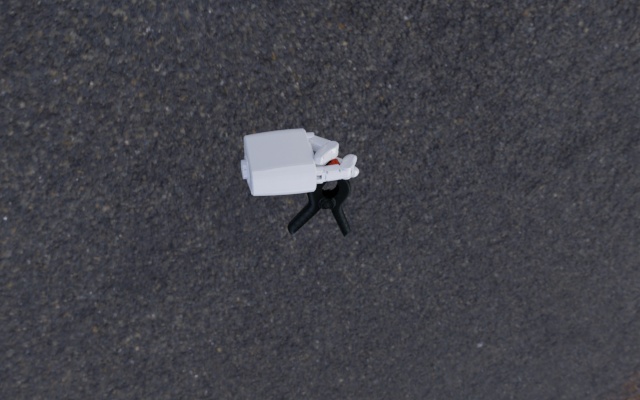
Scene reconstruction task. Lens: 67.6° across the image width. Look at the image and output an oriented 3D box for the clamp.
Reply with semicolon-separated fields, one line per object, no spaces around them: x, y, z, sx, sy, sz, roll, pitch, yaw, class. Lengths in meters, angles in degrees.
0.000;0.003;0.870;0.120;0.172;0.039;-7;36;-12;clamp
